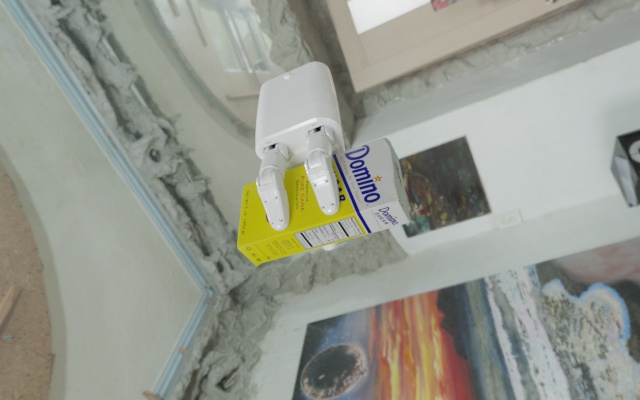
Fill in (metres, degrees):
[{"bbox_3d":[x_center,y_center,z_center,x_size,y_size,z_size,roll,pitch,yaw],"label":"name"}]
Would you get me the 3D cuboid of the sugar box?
[{"bbox_3d":[0.000,0.001,0.507,0.176,0.093,0.048,-20,-43,18],"label":"sugar box"}]
